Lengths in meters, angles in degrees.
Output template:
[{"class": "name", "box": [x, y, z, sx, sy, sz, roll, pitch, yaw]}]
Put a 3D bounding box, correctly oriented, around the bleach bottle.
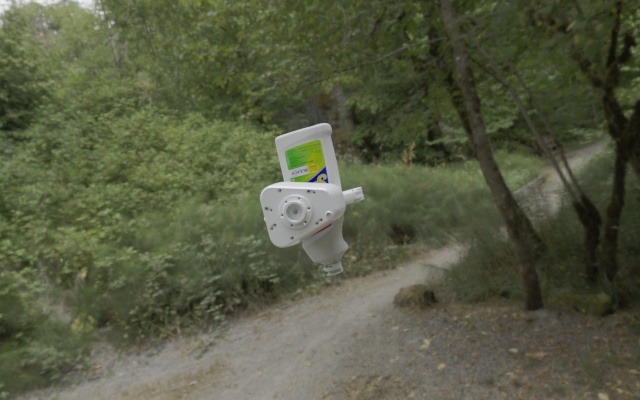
[{"class": "bleach bottle", "box": [0.000, 0.003, 0.822, 0.102, 0.251, 0.068, -15, 0, 10]}]
